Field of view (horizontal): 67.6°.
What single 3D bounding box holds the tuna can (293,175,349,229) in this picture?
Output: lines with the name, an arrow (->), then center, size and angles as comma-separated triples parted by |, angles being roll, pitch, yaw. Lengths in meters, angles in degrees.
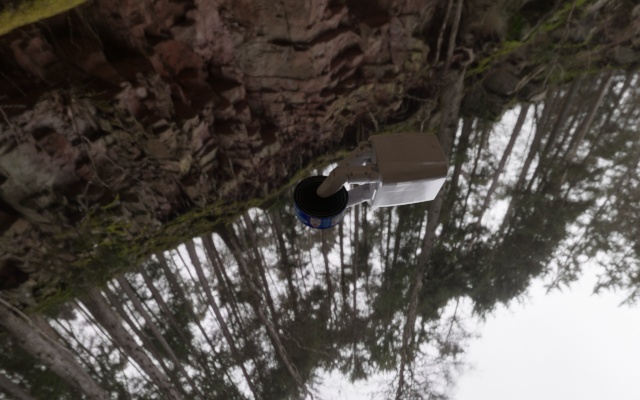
tuna can -> 0.000, 0.003, 0.749 | 0.086, 0.086, 0.034 | 0, -39, -4
